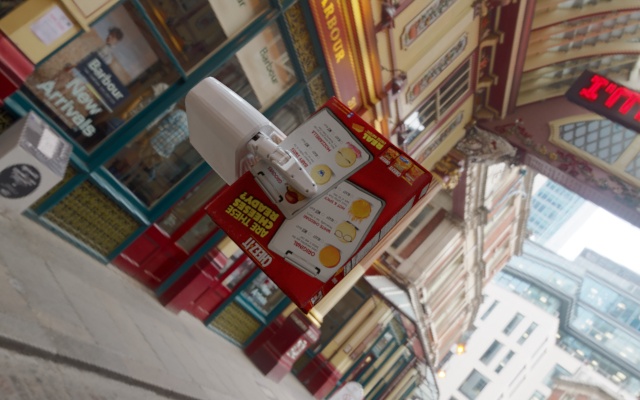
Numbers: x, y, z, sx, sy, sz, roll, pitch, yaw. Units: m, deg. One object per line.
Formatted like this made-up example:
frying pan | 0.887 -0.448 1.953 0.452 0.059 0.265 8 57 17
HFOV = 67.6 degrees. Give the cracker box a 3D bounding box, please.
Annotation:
cracker box | 0.000 0.002 0.573 0.164 0.213 0.072 42 -13 18
